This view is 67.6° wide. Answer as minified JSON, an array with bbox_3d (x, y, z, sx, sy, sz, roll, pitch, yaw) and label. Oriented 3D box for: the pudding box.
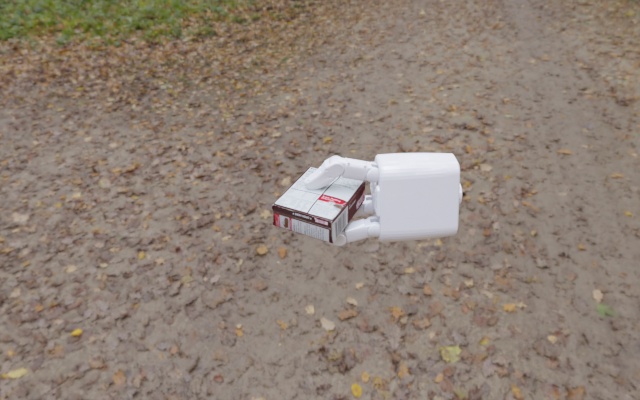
[{"bbox_3d":[0.000,0.002,0.648,0.090,0.039,0.113,15,36,22],"label":"pudding box"}]
